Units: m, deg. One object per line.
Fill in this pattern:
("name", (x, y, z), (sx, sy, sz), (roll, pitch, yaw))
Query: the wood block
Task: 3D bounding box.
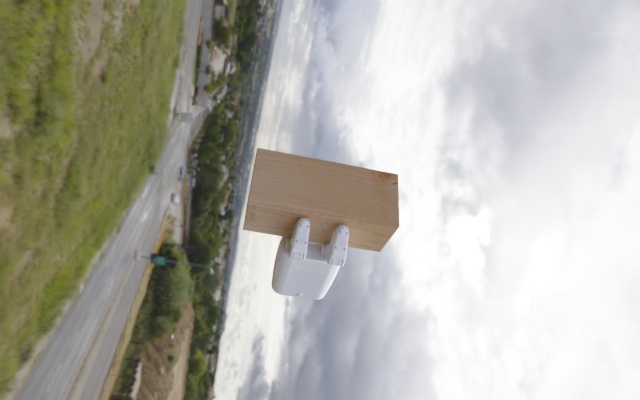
("wood block", (0.000, 0.002, 0.688), (0.206, 0.090, 0.090), (10, -33, -9))
